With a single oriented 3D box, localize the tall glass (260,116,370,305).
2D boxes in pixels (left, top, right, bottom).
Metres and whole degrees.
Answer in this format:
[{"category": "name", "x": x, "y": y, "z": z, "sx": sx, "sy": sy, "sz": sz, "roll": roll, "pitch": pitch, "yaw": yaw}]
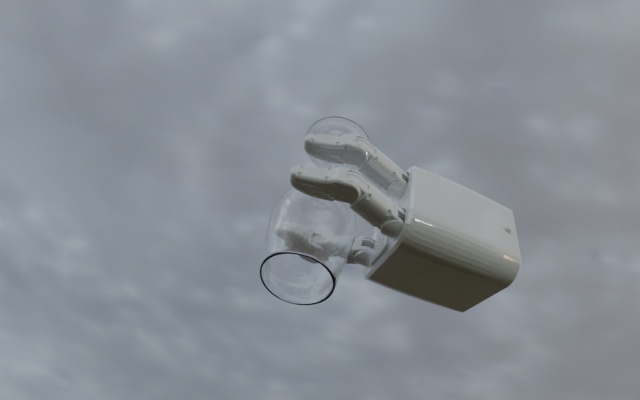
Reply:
[{"category": "tall glass", "x": 0.000, "y": 0.001, "z": 0.452, "sx": 0.079, "sy": 0.079, "sz": 0.201, "roll": 0, "pitch": 38, "yaw": 14}]
